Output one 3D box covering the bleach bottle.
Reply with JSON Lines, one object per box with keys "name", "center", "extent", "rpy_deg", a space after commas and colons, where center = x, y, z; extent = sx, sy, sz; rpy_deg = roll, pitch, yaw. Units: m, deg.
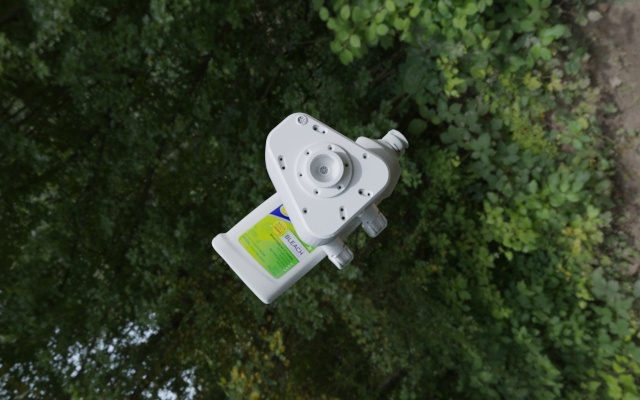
{"name": "bleach bottle", "center": [0.000, 0.002, 0.566], "extent": [0.251, 0.102, 0.068], "rpy_deg": [-42, -1, -8]}
